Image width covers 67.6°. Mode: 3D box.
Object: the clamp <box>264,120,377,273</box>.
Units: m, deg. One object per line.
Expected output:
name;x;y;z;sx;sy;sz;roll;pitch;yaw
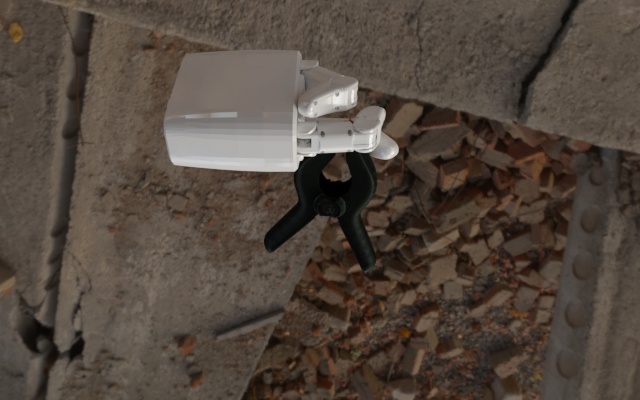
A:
clamp;0.000;0.002;0.469;0.120;0.172;0.039;1;35;1
